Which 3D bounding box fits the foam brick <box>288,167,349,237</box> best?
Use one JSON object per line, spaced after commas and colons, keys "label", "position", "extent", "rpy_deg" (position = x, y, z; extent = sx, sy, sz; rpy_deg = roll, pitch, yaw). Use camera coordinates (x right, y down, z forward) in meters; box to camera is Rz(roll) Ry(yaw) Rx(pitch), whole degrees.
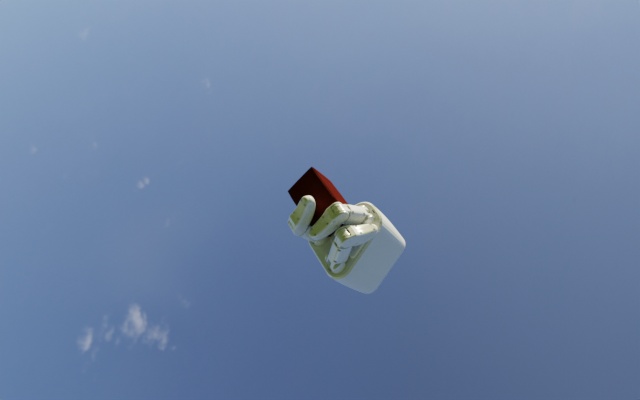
{"label": "foam brick", "position": [0.000, 0.002, 0.679], "extent": [0.051, 0.053, 0.078], "rpy_deg": [33, 18, -50]}
